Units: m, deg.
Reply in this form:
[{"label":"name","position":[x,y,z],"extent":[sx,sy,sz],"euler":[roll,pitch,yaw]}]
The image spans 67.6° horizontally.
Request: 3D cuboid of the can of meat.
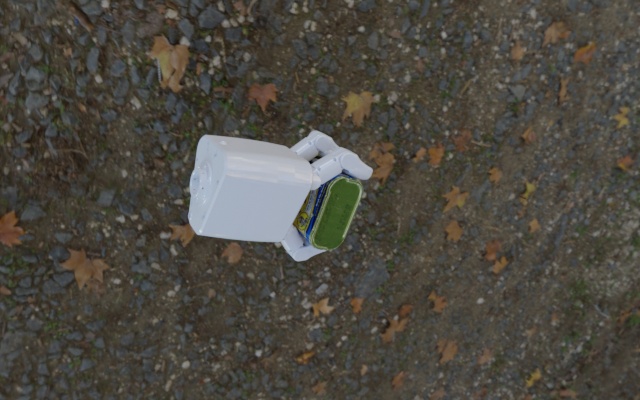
[{"label":"can of meat","position":[0.000,0.002,0.608],"extent":[0.057,0.102,0.084],"euler":[10,18,-35]}]
